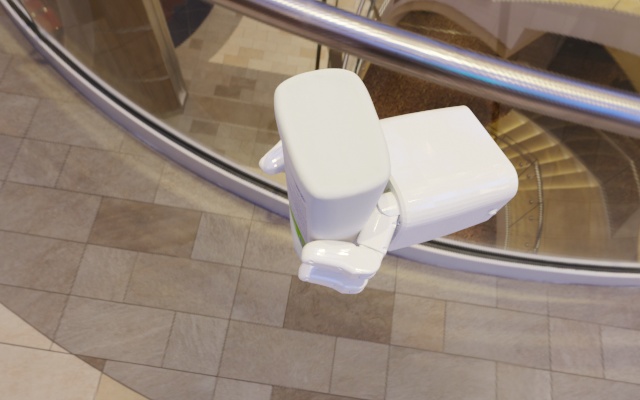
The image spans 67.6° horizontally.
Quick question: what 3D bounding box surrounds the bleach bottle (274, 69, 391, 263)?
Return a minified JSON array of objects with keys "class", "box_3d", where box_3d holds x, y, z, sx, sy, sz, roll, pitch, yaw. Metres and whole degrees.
[{"class":"bleach bottle","box_3d":[0.000,0.001,0.430,0.068,0.102,0.251,-14,-21,-10]}]
